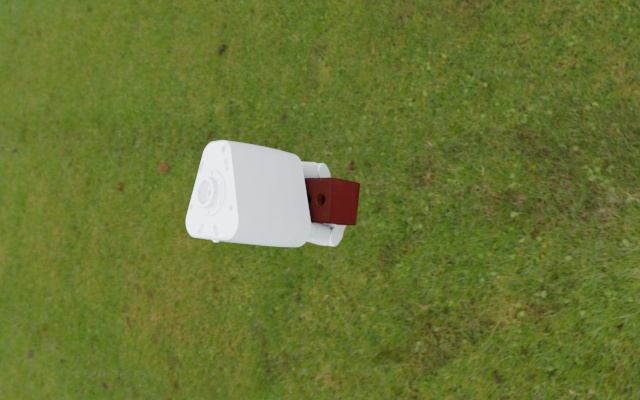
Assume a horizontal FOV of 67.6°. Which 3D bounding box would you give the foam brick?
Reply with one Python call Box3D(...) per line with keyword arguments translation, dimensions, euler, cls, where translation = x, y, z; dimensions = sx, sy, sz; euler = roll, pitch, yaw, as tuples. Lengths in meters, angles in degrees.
Box3D(translation=(0.000, 0.002, 0.574), dimensions=(0.078, 0.053, 0.051), euler=(0, -6, 42), cls="foam brick")
